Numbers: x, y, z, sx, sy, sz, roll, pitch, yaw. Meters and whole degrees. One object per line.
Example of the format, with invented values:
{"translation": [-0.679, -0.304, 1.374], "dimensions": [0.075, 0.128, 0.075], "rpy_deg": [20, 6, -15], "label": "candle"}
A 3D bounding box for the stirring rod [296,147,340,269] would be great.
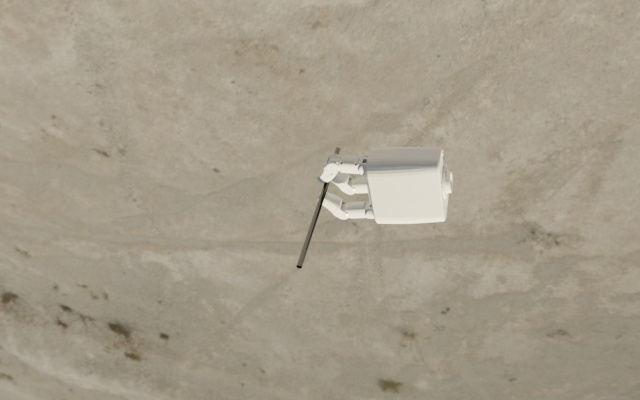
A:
{"translation": [0.000, 0.002, 0.736], "dimensions": [0.011, 0.239, 0.011], "rpy_deg": [11, -39, 9], "label": "stirring rod"}
